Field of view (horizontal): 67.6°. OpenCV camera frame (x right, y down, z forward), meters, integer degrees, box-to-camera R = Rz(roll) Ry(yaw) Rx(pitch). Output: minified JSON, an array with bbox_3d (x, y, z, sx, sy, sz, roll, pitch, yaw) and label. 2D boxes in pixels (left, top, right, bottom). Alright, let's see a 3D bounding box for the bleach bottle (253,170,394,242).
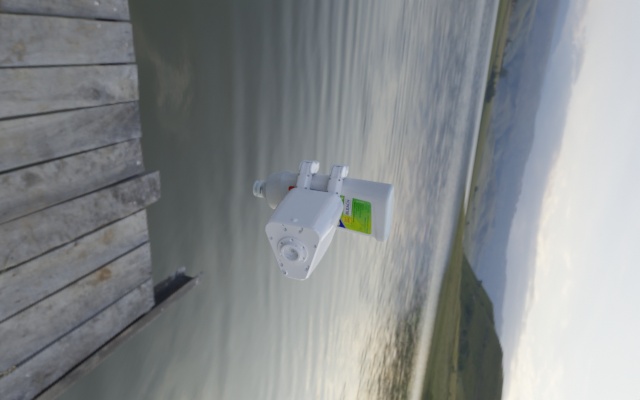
[{"bbox_3d":[0.000,0.003,0.850,0.251,0.103,0.068,9,31,16],"label":"bleach bottle"}]
